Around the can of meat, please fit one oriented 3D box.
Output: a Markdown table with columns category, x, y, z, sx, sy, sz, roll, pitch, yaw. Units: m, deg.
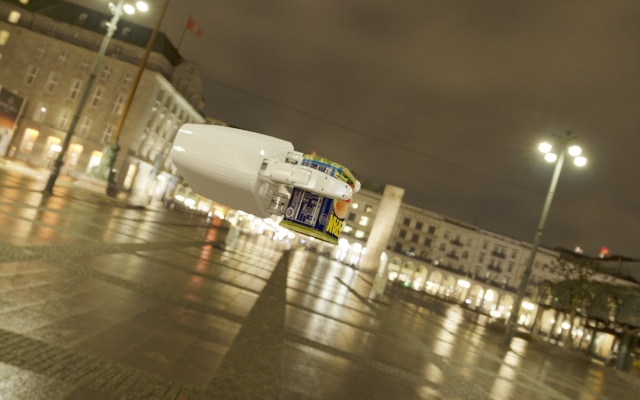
| category | x | y | z | sx | sy | sz | roll | pitch | yaw |
| --- | --- | --- | --- | --- | --- | --- | --- | --- | --- |
| can of meat | 0.000 | 0.001 | 0.553 | 0.057 | 0.084 | 0.102 | 16 | -6 | 16 |
